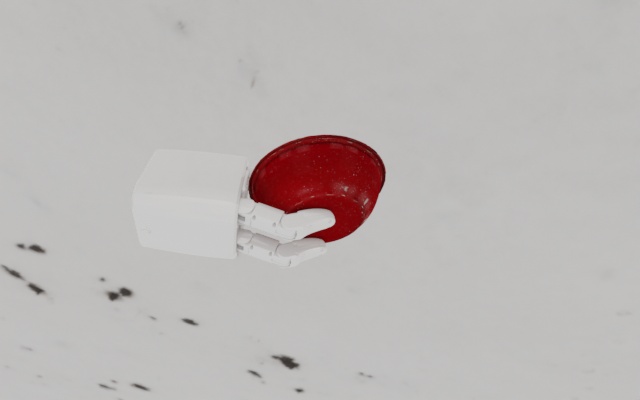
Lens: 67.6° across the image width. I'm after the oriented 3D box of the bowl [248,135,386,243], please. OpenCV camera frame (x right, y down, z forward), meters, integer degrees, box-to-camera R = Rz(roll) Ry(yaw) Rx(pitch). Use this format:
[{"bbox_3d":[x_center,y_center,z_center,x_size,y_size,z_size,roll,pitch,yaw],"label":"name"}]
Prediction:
[{"bbox_3d":[0.001,0.002,0.543,0.162,0.055,0.162,-6,-38,-5],"label":"bowl"}]
